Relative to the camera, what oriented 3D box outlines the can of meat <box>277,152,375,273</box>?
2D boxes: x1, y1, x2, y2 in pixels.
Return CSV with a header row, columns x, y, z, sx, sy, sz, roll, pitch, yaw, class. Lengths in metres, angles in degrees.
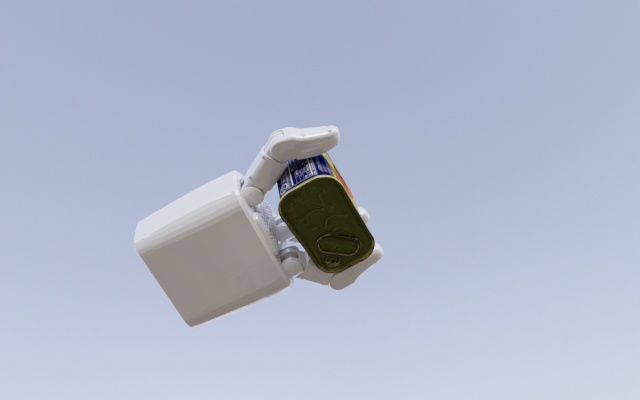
x,y,z,sx,sy,sz,roll,pitch,yaw,class
0.000,0.001,0.438,0.057,0.102,0.084,-28,34,7,can of meat
